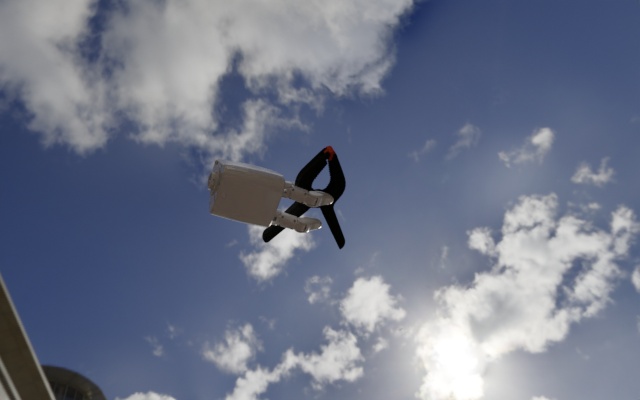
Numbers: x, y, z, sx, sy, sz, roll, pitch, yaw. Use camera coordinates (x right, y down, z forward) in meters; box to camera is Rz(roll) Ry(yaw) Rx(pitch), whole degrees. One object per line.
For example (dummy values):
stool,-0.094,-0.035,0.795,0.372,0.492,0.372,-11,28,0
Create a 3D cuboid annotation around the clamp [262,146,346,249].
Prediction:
clamp,0.000,0.002,0.881,0.164,0.210,0.036,13,24,-23
